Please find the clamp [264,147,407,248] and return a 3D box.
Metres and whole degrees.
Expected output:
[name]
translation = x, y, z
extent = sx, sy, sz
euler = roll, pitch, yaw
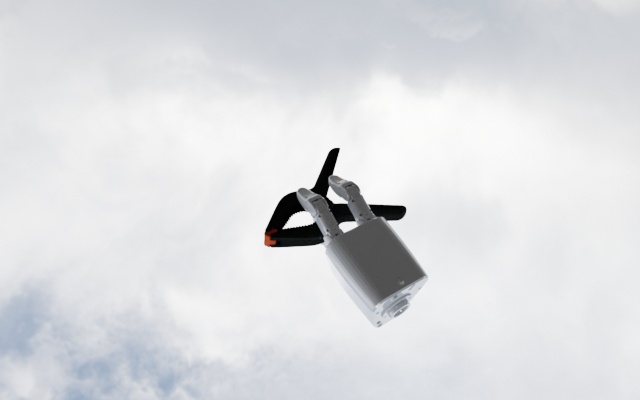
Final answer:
[clamp]
translation = 0.000, 0.003, 0.706
extent = 0.210, 0.164, 0.036
euler = -23, -34, -24
